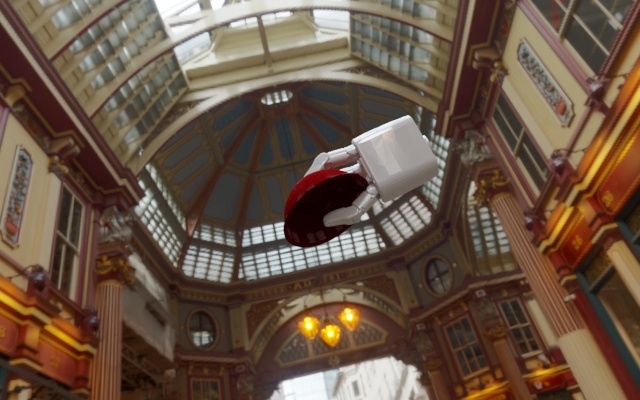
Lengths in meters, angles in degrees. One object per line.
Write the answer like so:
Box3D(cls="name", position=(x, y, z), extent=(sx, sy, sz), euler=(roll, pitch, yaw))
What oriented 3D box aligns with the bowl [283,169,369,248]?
Box3D(cls="bowl", position=(-0.001, 0.003, 0.783), extent=(0.162, 0.162, 0.055), euler=(0, 41, -42))
